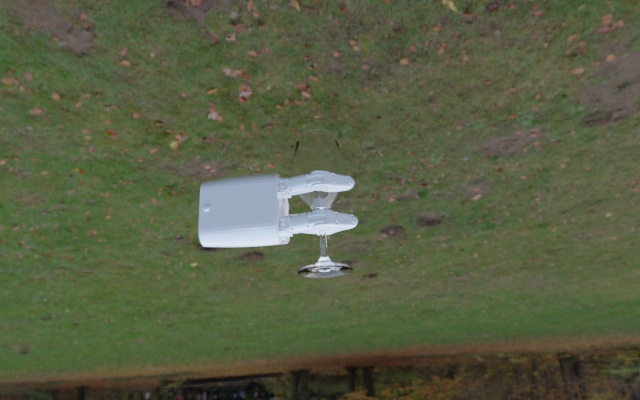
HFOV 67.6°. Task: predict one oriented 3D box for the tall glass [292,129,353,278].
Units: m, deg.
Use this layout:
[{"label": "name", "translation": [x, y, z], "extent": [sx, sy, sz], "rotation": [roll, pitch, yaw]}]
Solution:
[{"label": "tall glass", "translation": [0.000, 0.003, 0.672], "extent": [0.079, 0.201, 0.079], "rotation": [-3, -21, -1]}]
